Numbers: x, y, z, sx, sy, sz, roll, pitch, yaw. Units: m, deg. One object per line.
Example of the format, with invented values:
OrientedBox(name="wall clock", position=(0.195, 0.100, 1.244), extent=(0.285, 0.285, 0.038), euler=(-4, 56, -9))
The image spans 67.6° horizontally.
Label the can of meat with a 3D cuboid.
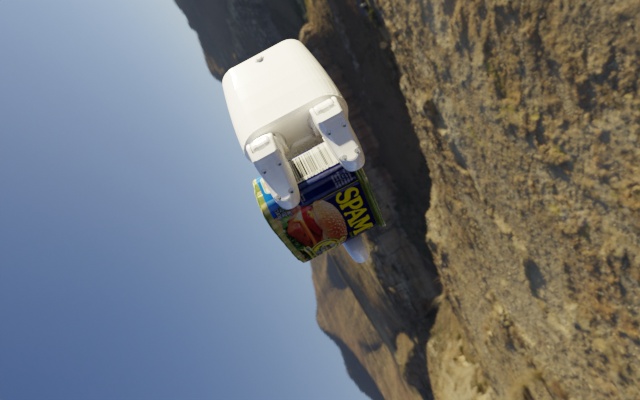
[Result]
OrientedBox(name="can of meat", position=(0.000, 0.002, 0.406), extent=(0.084, 0.057, 0.102), euler=(-27, -35, 2))
